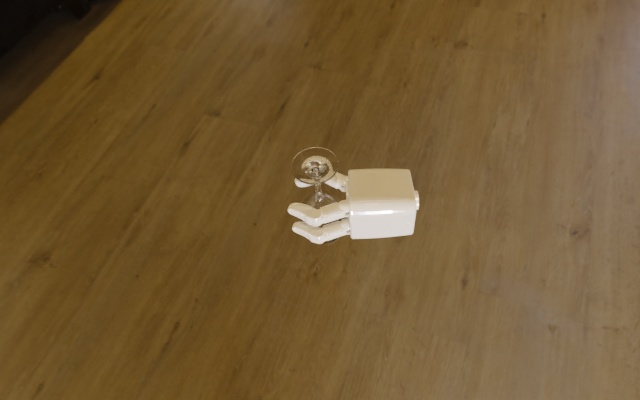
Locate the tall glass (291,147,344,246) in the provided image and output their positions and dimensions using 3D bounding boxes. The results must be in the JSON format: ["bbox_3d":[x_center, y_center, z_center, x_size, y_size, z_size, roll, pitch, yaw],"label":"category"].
[{"bbox_3d":[0.000,0.002,0.819,0.079,0.079,0.201,0,-35,6],"label":"tall glass"}]
